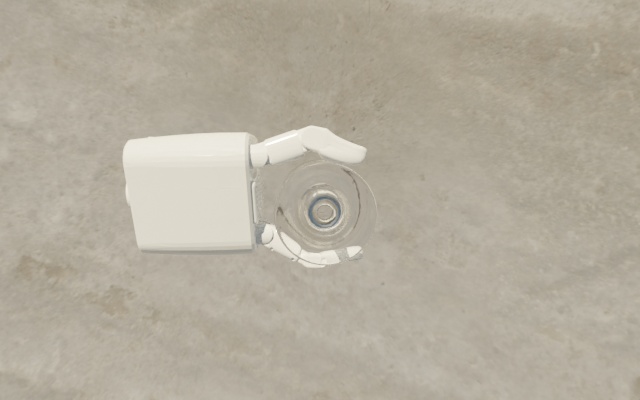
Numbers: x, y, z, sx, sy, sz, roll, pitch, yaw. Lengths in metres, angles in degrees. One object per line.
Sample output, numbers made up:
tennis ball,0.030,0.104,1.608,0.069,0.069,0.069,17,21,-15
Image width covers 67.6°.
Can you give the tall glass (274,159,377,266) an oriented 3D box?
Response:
tall glass,0.000,0.002,0.438,0.079,0.079,0.201,0,5,-2
